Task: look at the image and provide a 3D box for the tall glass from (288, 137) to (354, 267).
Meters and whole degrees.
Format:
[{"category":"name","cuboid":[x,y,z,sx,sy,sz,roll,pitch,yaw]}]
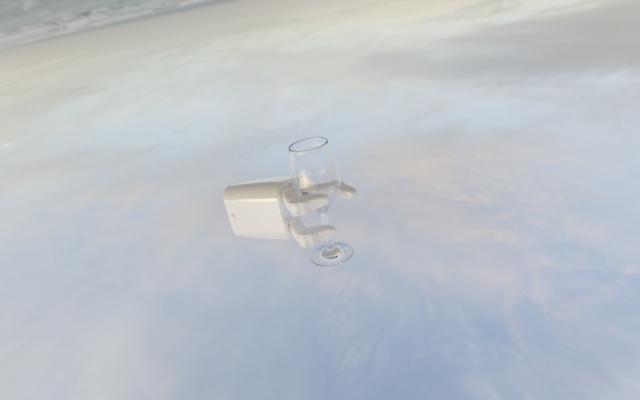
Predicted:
[{"category":"tall glass","cuboid":[0.000,0.003,0.767,0.079,0.201,0.079,-10,24,4]}]
